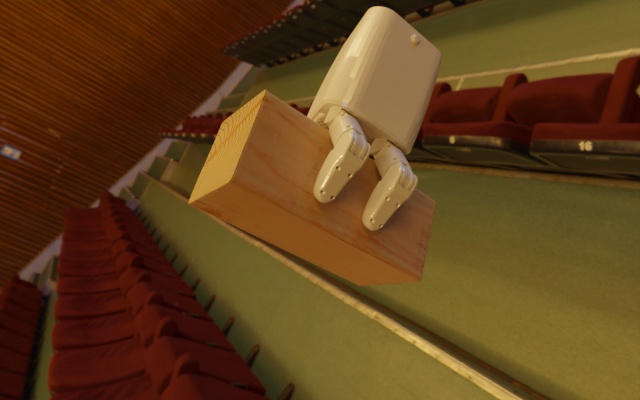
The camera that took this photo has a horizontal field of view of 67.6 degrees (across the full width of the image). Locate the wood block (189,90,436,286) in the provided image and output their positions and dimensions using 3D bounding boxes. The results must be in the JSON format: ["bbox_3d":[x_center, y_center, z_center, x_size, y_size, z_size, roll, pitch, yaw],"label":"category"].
[{"bbox_3d":[0.000,0.001,0.447,0.206,0.090,0.091,29,-26,-27],"label":"wood block"}]
